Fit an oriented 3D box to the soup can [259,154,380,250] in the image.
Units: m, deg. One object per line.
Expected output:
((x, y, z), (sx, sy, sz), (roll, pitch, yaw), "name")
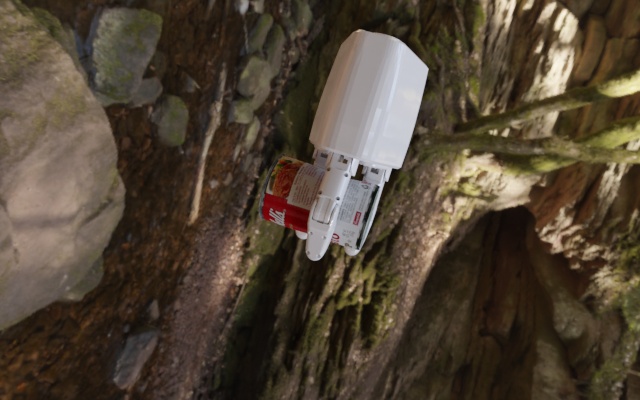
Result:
((0.000, 0.002, 0.466), (0.102, 0.068, 0.068), (18, 3, 9), "soup can")
